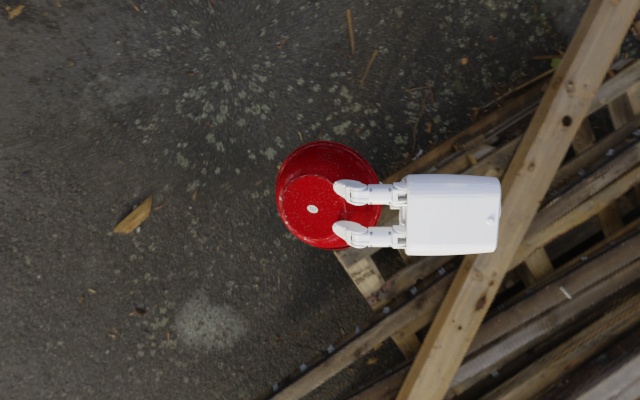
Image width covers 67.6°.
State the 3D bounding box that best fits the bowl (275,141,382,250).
[{"bbox_3d":[-0.001,0.003,0.656,0.162,0.162,0.055,0,17,22],"label":"bowl"}]
